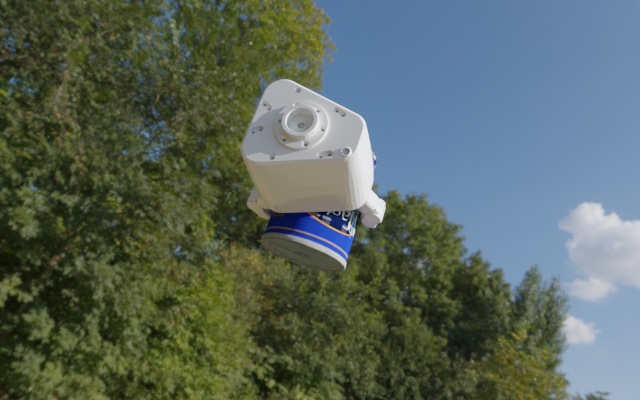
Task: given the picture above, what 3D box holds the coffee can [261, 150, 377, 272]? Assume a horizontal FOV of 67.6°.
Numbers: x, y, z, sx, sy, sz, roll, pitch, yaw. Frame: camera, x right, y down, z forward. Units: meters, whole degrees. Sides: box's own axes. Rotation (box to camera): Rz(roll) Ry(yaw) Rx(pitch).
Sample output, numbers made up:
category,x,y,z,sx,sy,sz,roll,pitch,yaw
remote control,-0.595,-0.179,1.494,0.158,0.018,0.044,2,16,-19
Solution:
category,x,y,z,sx,sy,sz,roll,pitch,yaw
coffee can,0.000,0.002,0.572,0.103,0.140,0.103,17,-20,6
